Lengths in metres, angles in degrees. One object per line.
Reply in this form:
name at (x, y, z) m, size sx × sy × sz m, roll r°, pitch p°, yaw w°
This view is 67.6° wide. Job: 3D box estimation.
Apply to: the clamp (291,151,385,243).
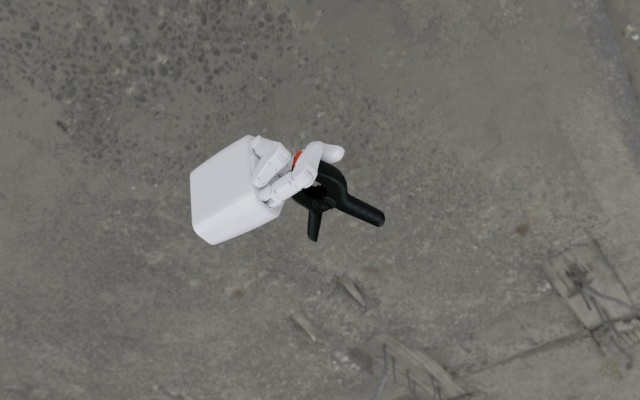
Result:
clamp at (0.000, 0.002, 0.661) m, size 0.120 × 0.039 × 0.171 m, roll -26°, pitch -50°, yaw 23°
